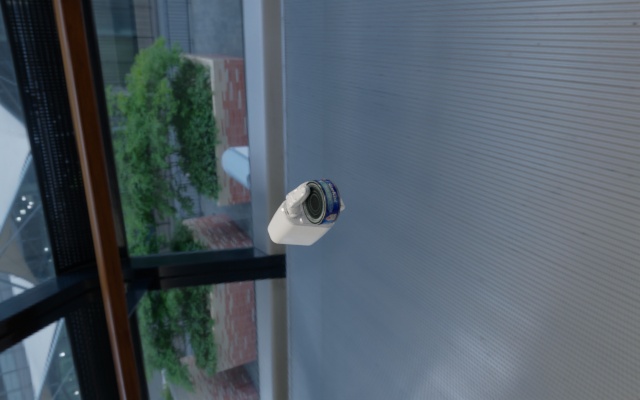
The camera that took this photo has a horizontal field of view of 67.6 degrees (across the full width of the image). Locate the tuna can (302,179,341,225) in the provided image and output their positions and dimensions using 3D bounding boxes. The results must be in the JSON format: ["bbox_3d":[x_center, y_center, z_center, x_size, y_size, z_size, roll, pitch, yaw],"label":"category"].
[{"bbox_3d":[0.000,0.003,0.895,0.034,0.086,0.086,-7,3,-33],"label":"tuna can"}]
